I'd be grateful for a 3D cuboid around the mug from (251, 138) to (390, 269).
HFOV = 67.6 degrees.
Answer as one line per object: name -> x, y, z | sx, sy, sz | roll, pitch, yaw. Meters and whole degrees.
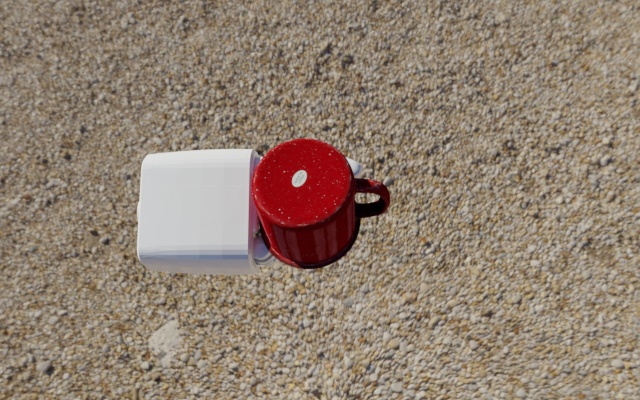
mug -> 0.001, 0.001, 0.401 | 0.117, 0.093, 0.081 | -1, -25, 3
